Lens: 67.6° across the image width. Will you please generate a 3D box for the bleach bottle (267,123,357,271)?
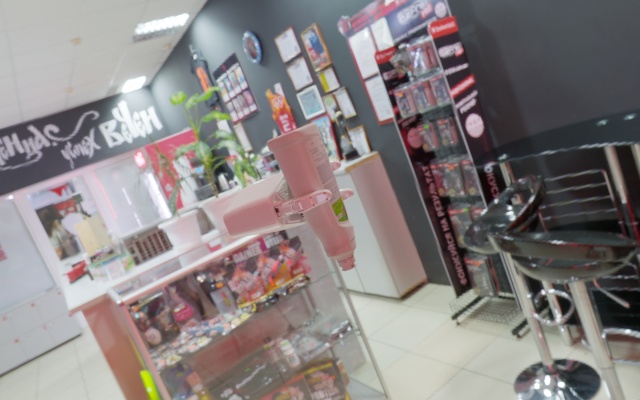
[{"bbox_3d":[0.000,0.003,0.792,0.068,0.251,0.102,-17,10,27],"label":"bleach bottle"}]
